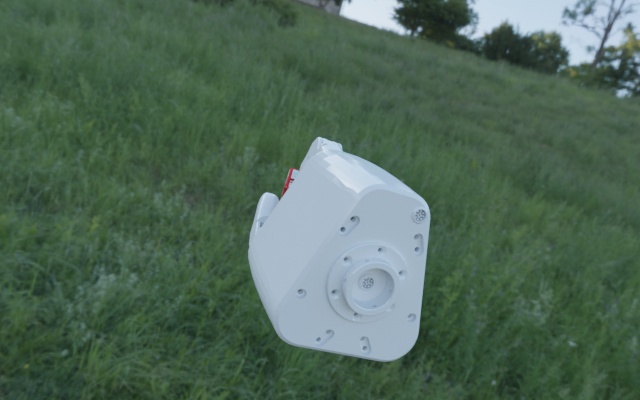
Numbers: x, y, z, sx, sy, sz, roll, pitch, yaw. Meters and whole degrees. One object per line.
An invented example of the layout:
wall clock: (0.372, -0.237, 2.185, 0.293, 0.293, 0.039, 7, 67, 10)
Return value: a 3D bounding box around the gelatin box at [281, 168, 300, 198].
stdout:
gelatin box: (0.000, 0.001, 0.445, 0.073, 0.030, 0.089, 18, 14, -5)
